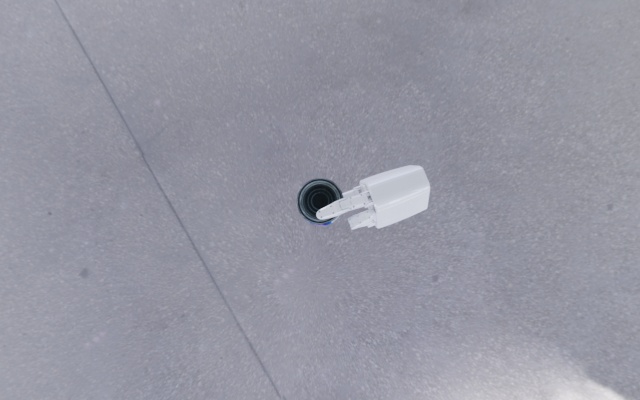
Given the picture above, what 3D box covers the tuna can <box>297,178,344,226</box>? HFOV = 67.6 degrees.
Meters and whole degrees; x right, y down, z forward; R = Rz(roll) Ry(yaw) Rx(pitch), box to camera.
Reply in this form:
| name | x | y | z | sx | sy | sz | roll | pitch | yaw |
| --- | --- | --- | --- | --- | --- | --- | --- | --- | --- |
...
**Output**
| name | x | y | z | sx | sy | sz | roll | pitch | yaw |
| --- | --- | --- | --- | --- | --- | --- | --- | --- | --- |
| tuna can | 0.000 | 0.003 | 0.866 | 0.086 | 0.086 | 0.034 | 0 | -7 | 4 |
